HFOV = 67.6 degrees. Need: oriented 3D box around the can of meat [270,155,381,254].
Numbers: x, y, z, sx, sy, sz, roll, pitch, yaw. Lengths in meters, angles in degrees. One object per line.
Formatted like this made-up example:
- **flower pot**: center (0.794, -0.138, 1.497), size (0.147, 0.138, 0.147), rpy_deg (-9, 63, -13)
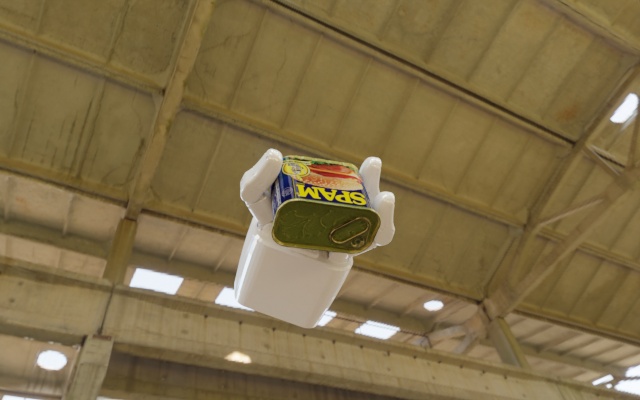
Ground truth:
- **can of meat**: center (0.000, 0.001, 0.479), size (0.102, 0.057, 0.084), rpy_deg (8, 35, -16)
